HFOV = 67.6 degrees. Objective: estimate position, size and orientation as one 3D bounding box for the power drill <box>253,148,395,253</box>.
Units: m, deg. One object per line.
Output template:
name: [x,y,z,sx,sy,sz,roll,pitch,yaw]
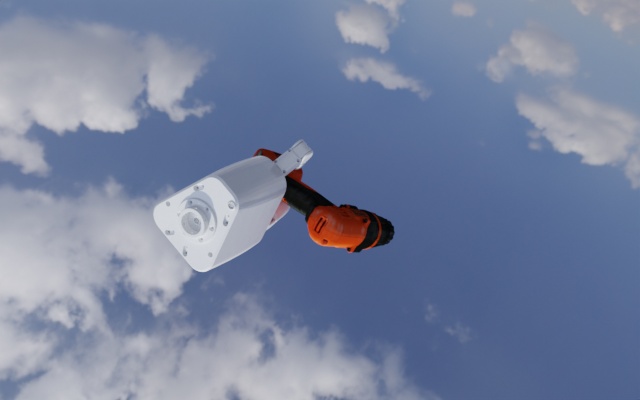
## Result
power drill: [0.000,0.002,0.647,0.187,0.057,0.184,34,10,30]
